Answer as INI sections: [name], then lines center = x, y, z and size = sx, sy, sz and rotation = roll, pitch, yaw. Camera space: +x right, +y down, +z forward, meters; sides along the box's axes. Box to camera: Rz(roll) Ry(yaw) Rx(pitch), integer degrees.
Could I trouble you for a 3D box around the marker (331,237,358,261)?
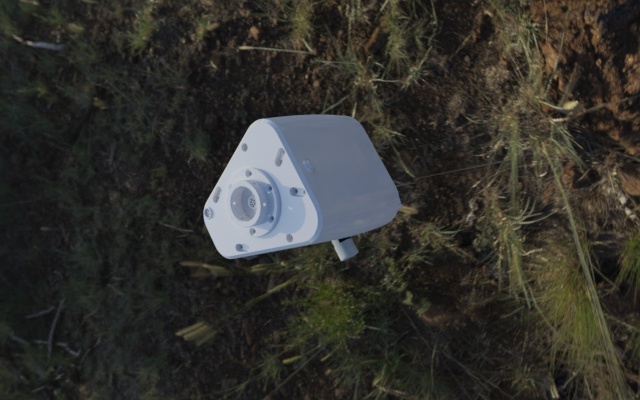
[marker]
center = 0.000, 0.002, 0.466
size = 0.020, 0.121, 0.020
rotation = -27, -11, -6
